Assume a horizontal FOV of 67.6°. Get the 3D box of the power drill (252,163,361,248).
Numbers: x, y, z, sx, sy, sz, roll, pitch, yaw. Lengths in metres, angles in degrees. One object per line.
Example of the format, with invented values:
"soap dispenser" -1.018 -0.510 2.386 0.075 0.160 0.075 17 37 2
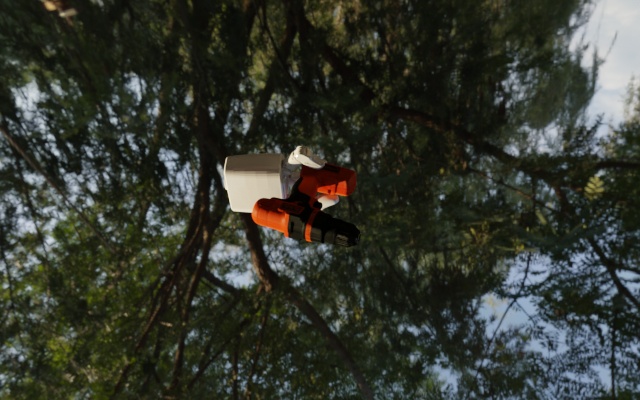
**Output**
"power drill" 0.000 0.002 0.826 0.184 0.057 0.187 16 34 14
